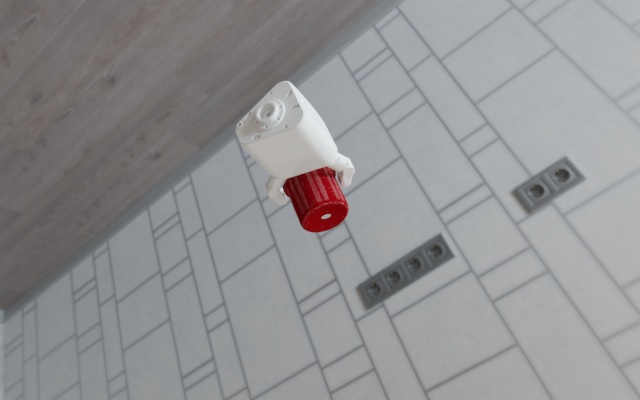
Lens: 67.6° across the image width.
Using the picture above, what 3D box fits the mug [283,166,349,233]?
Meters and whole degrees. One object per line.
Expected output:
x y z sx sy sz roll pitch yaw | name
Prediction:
0.001 0.003 0.781 0.093 0.081 0.117 -31 -35 10 | mug
